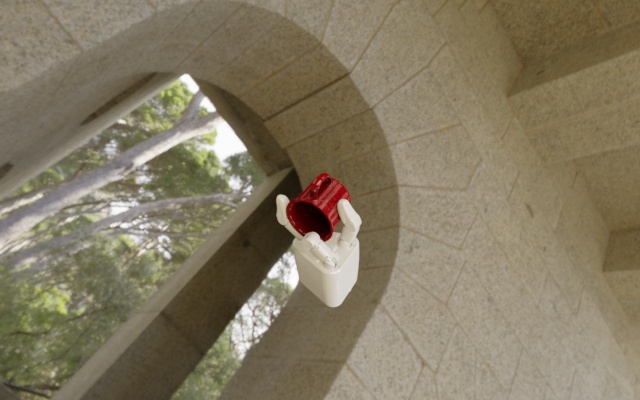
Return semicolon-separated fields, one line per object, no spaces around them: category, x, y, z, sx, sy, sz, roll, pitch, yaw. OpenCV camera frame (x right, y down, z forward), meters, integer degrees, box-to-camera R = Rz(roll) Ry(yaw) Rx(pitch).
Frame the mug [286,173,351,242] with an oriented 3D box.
mug;0.000;0.001;0.821;0.093;0.117;0.081;20;46;23
